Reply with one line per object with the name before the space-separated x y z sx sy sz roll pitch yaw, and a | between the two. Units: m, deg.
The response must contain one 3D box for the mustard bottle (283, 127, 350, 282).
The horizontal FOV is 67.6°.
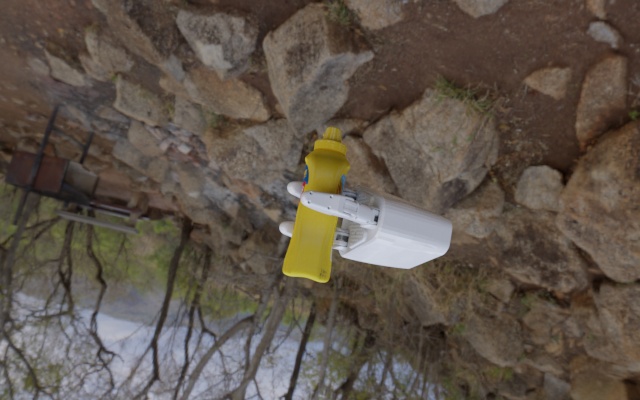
mustard bottle | 0.000 0.002 0.590 0.058 0.191 0.096 11 -9 3
